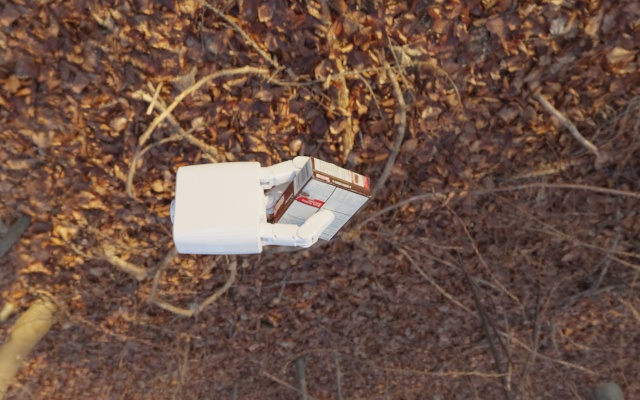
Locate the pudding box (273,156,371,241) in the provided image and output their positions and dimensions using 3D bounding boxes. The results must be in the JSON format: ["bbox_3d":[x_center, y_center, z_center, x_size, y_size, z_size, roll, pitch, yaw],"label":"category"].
[{"bbox_3d":[0.000,0.002,0.637,0.090,0.039,0.113,17,-43,-24],"label":"pudding box"}]
